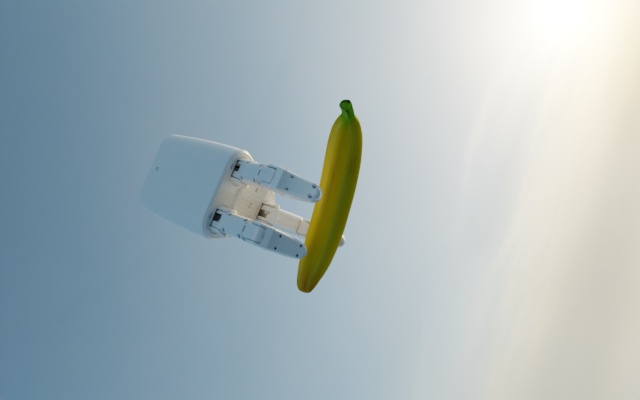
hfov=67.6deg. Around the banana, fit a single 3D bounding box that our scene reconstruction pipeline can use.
[{"bbox_3d":[0.010,-0.004,0.487,0.037,0.198,0.069,18,17,25],"label":"banana"}]
